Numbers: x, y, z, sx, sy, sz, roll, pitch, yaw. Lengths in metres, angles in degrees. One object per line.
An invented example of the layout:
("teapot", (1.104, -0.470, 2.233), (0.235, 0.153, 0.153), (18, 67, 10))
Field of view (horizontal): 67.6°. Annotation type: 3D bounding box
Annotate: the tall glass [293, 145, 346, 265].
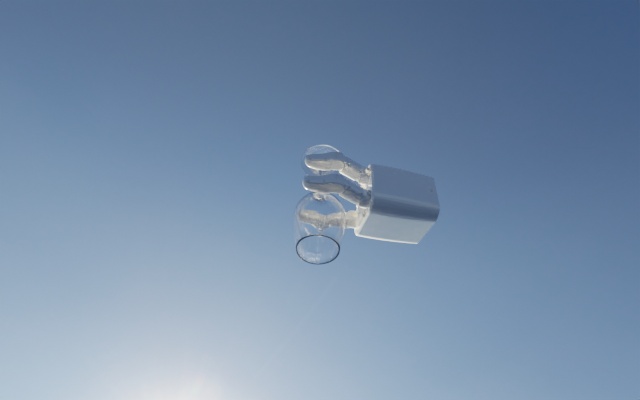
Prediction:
("tall glass", (0.000, 0.002, 0.734), (0.079, 0.079, 0.200), (0, 42, 3))
